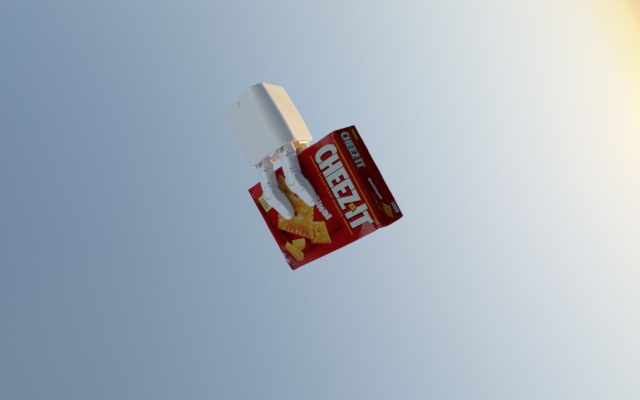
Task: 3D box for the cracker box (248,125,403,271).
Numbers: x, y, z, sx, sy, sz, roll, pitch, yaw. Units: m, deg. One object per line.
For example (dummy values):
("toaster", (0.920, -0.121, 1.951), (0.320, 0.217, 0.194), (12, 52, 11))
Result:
("cracker box", (0.000, 0.003, 0.778), (0.214, 0.164, 0.072), (-30, -3, 38))
